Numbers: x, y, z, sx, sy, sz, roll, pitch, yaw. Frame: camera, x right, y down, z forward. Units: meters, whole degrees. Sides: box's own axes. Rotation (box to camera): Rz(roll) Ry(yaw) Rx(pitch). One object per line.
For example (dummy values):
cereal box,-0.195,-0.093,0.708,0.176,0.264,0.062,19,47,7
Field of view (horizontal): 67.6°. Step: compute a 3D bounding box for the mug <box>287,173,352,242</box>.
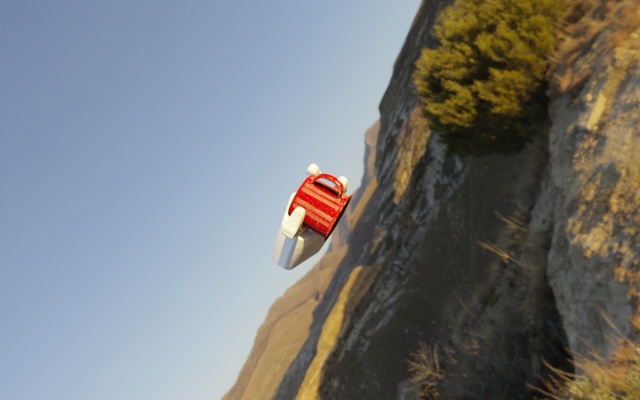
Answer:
mug,0.000,0.002,0.812,0.081,0.117,0.093,30,43,7
